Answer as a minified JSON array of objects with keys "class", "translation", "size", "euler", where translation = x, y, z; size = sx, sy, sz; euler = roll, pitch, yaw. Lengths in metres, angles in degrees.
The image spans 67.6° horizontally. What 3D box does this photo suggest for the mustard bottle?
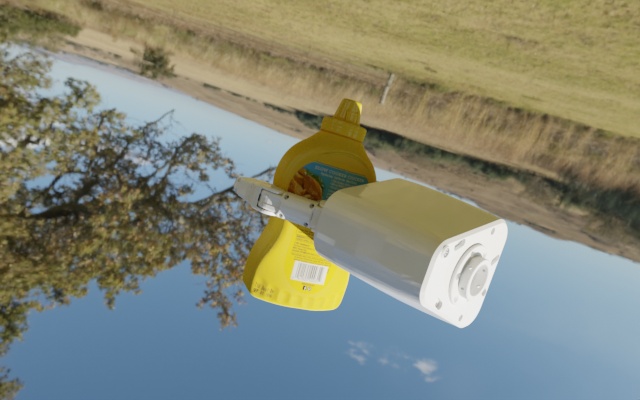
[{"class":"mustard bottle","translation":[0.000,0.002,0.439],"size":[0.096,0.191,0.058],"euler":[15,7,-23]}]
